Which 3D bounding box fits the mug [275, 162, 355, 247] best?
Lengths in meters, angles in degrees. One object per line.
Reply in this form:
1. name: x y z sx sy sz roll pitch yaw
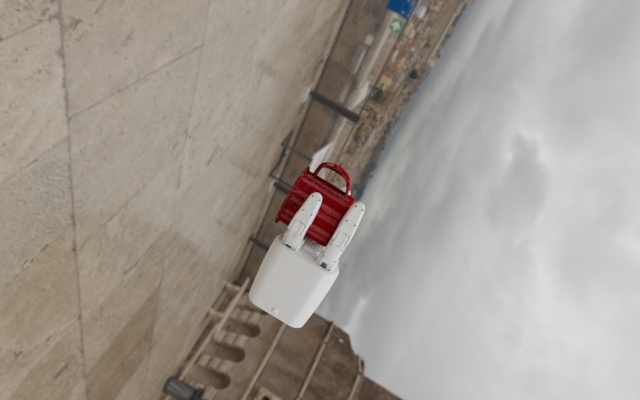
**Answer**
1. mug: 0.001 0.001 0.666 0.081 0.117 0.093 31 20 3
